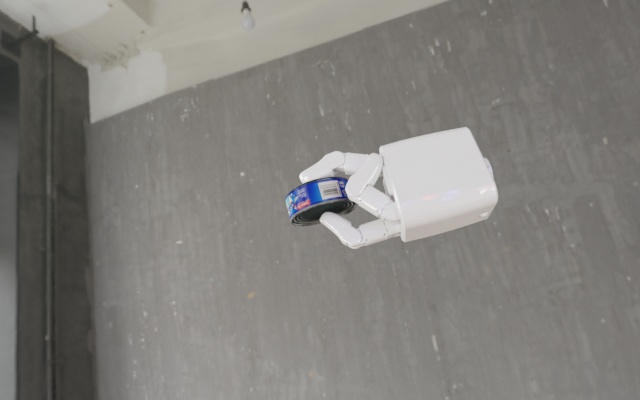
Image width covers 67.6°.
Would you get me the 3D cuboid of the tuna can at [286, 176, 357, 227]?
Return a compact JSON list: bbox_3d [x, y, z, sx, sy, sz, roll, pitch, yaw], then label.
[{"bbox_3d":[0.000,0.001,0.598,0.086,0.033,0.086,-14,-17,-5],"label":"tuna can"}]
